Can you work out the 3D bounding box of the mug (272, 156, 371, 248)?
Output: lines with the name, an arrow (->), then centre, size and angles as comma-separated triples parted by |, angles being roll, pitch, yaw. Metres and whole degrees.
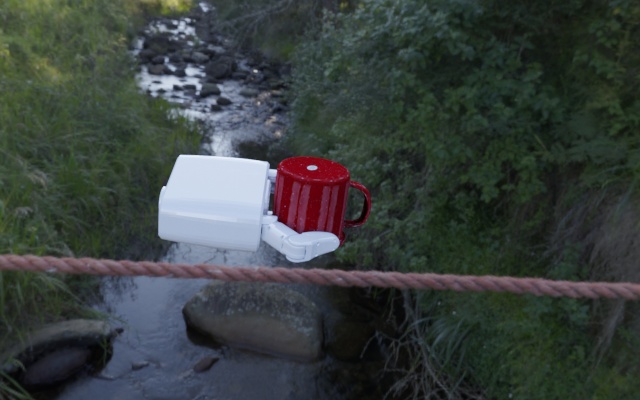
mug -> 0.002, 0.002, 0.538 | 0.117, 0.081, 0.093 | 6, 23, -6
